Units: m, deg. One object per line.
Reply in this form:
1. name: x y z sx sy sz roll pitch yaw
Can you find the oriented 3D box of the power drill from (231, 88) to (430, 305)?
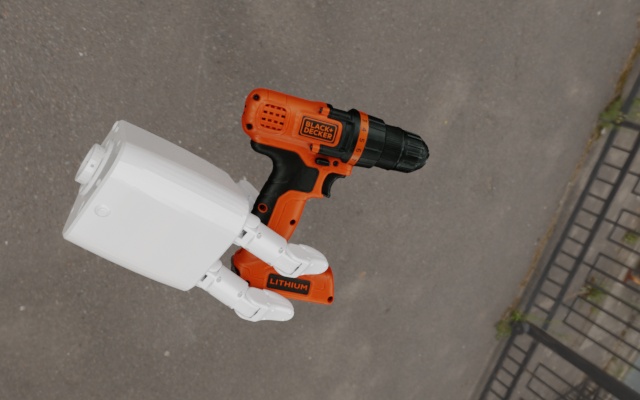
1. power drill: 0.000 0.002 0.461 0.184 0.188 0.057 13 8 -14
